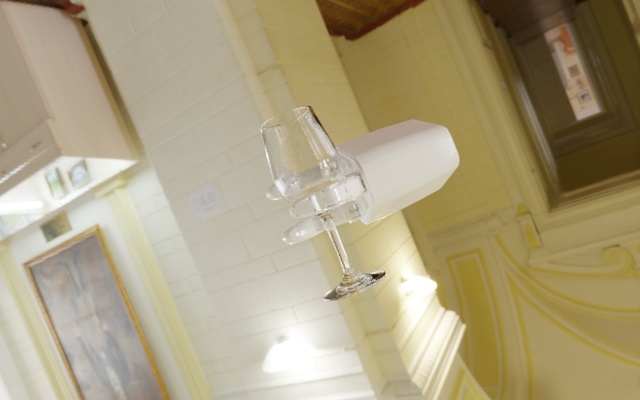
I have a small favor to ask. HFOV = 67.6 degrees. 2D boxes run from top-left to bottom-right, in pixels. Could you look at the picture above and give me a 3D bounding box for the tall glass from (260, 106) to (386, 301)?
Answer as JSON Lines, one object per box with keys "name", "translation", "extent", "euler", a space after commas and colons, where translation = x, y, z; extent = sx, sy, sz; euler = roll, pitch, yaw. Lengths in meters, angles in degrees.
{"name": "tall glass", "translation": [0.000, 0.002, 0.521], "extent": [0.079, 0.201, 0.079], "euler": [-23, 2, 1]}
